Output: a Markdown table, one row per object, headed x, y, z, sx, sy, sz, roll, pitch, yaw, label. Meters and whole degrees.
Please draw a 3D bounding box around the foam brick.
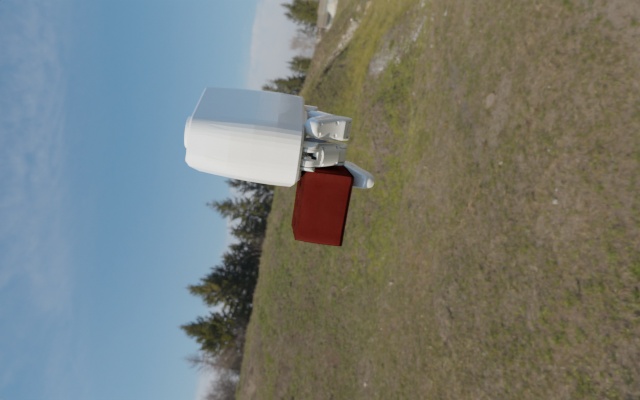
| x | y | z | sx | sy | sz | roll | pitch | yaw | label |
| --- | --- | --- | --- | --- | --- | --- | --- | --- | --- |
| 0.000 | 0.002 | 0.509 | 0.051 | 0.078 | 0.053 | 6 | 16 | -11 | foam brick |
